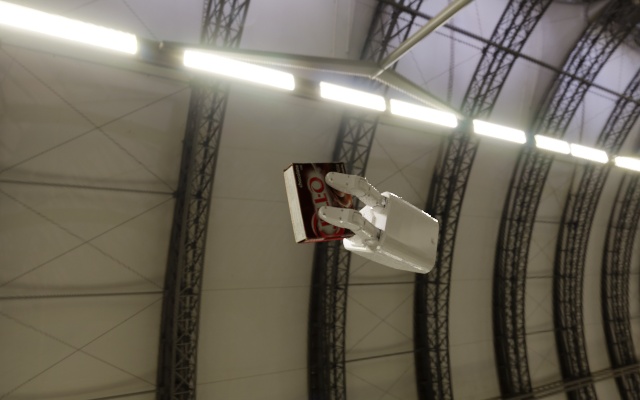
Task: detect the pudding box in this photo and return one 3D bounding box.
[{"bbox_3d":[0.000,0.002,0.690,0.090,0.113,0.039,-4,-16,-34],"label":"pudding box"}]
